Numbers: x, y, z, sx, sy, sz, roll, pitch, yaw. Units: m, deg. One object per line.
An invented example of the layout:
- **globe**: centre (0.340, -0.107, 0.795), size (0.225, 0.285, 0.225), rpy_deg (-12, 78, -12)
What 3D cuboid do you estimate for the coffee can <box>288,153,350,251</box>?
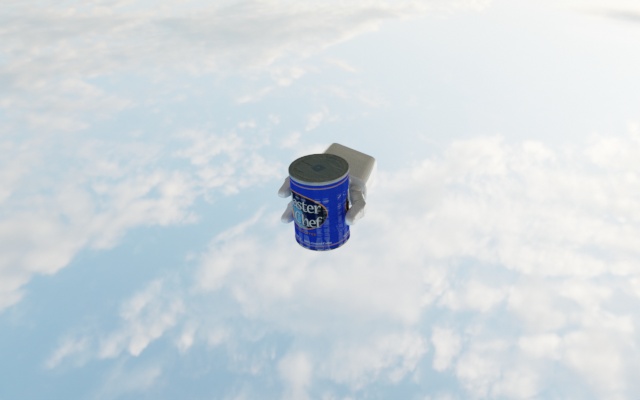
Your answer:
- **coffee can**: centre (0.000, 0.003, 0.834), size (0.103, 0.140, 0.102), rpy_deg (-2, 32, 2)
